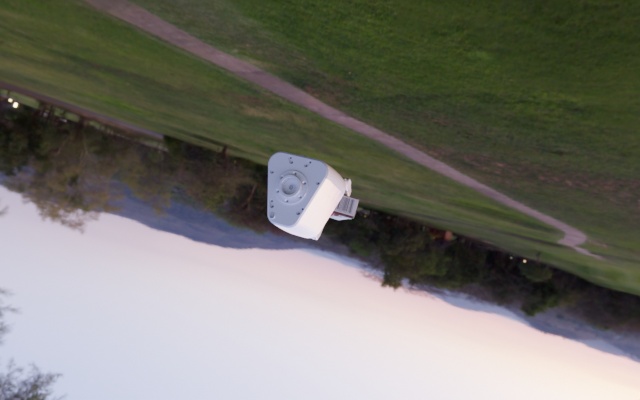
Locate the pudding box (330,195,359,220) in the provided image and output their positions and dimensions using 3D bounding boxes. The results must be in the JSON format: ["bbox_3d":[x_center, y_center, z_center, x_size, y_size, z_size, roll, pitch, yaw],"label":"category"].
[{"bbox_3d":[0.000,0.003,0.840,0.113,0.039,0.090,18,-7,-11],"label":"pudding box"}]
